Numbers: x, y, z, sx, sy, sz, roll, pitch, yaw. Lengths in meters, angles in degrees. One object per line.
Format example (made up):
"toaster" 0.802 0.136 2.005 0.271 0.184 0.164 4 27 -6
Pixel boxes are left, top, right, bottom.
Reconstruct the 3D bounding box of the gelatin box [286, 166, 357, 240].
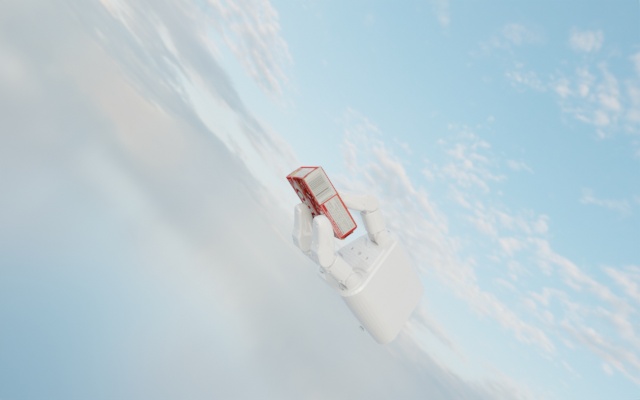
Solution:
"gelatin box" 0.000 0.001 0.579 0.030 0.089 0.073 -35 15 -13
